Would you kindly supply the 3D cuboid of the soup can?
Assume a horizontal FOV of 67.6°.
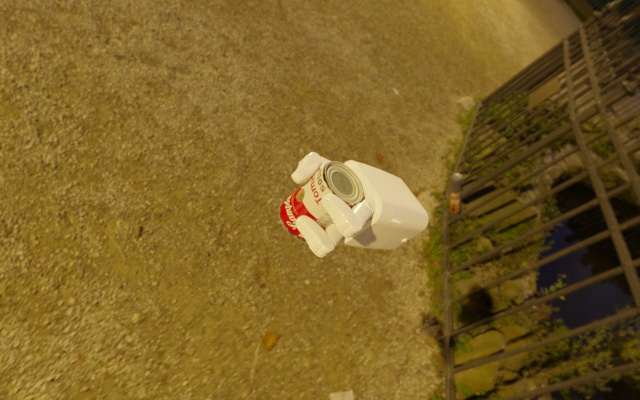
[{"bbox_3d":[0.000,0.002,0.640,0.068,0.068,0.102,0,-30,-45],"label":"soup can"}]
